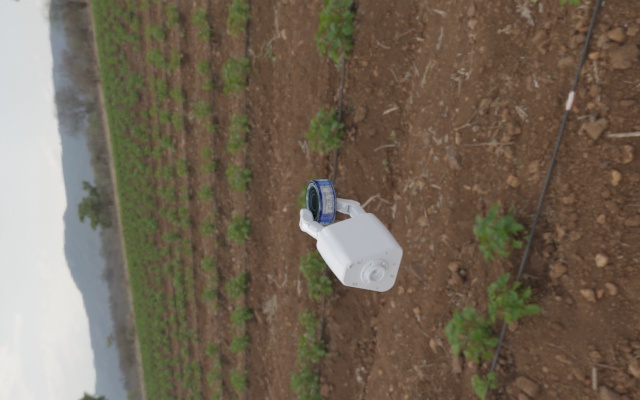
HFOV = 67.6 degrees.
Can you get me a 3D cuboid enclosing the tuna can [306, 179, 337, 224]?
[{"bbox_3d":[0.000,0.003,0.897,0.034,0.086,0.086,-3,1,-19],"label":"tuna can"}]
